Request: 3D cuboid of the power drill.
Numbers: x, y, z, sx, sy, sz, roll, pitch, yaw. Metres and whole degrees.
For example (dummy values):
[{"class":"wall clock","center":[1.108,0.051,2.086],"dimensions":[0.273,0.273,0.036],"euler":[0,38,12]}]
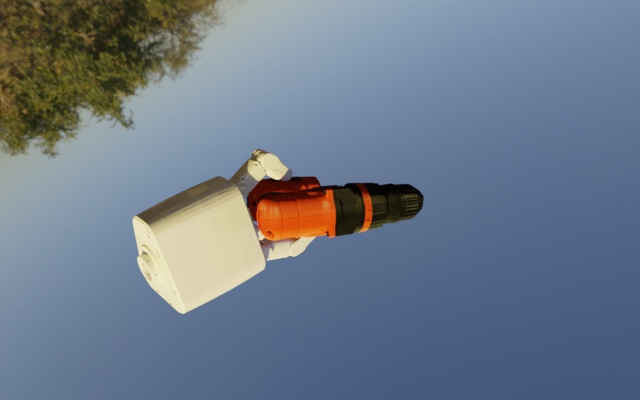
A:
[{"class":"power drill","center":[0.000,0.002,0.558],"dimensions":[0.184,0.057,0.187],"euler":[-4,5,-22]}]
